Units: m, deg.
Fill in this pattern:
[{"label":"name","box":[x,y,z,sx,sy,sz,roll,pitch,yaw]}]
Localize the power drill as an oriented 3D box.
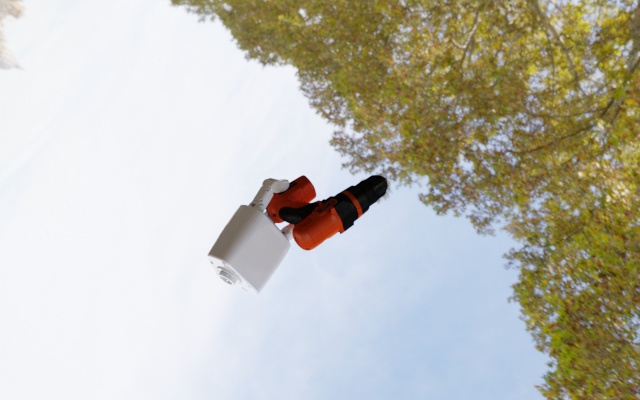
[{"label":"power drill","box":[0.000,0.003,0.813,0.184,0.057,0.187,-33,24,-22]}]
